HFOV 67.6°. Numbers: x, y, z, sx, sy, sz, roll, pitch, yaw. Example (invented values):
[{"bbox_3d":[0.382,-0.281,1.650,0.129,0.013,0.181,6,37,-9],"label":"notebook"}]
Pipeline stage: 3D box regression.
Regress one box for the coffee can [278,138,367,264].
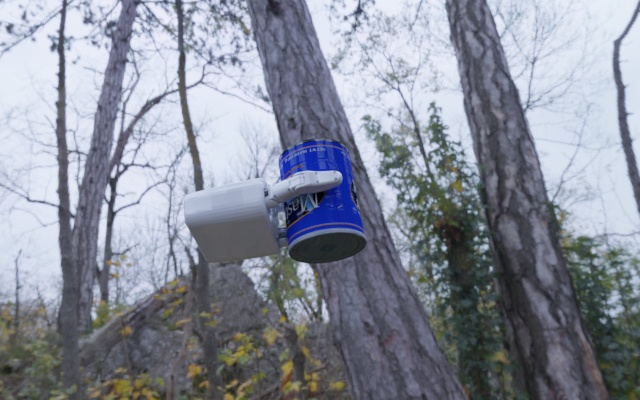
[{"bbox_3d":[0.000,0.002,0.649,0.103,0.140,0.103,-7,-27,-4],"label":"coffee can"}]
